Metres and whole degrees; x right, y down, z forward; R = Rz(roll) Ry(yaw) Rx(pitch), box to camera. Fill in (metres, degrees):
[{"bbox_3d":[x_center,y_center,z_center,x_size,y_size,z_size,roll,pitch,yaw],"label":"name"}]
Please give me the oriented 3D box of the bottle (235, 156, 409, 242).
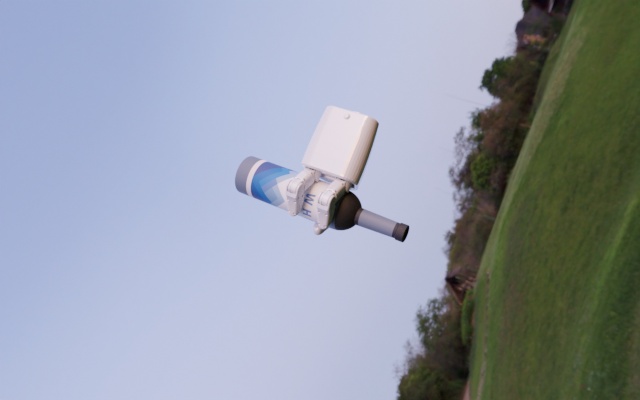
[{"bbox_3d":[0.000,0.003,0.766,0.295,0.069,0.069,20,8,22],"label":"bottle"}]
